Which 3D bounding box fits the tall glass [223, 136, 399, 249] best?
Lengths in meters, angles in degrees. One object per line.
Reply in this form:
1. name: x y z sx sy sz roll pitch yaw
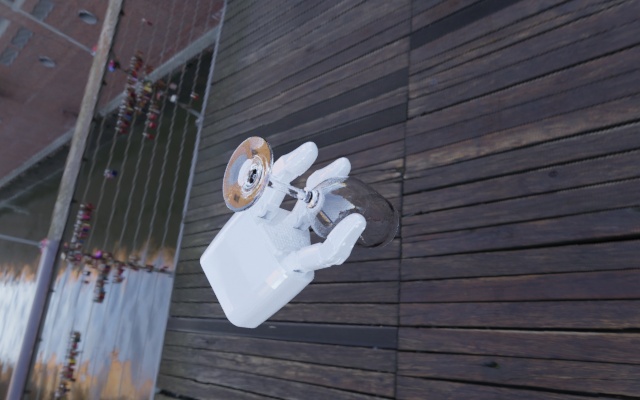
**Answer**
1. tall glass: 0.000 0.001 0.509 0.201 0.079 0.079 21 -14 -41
